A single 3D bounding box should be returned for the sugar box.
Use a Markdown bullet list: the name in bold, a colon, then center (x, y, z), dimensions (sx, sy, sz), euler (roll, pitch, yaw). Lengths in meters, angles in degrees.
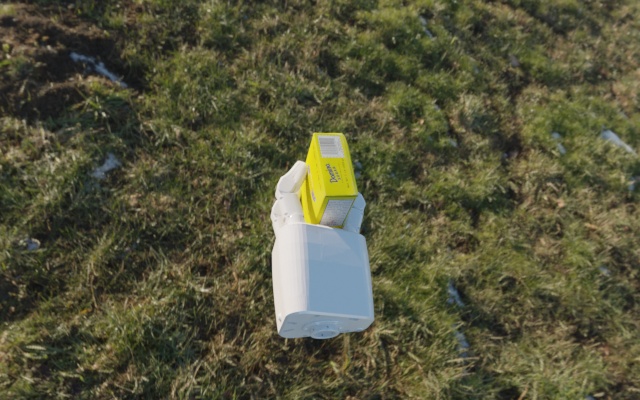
- **sugar box**: center (0.000, 0.002, 0.622), dimensions (0.048, 0.093, 0.176), euler (0, -32, -16)
